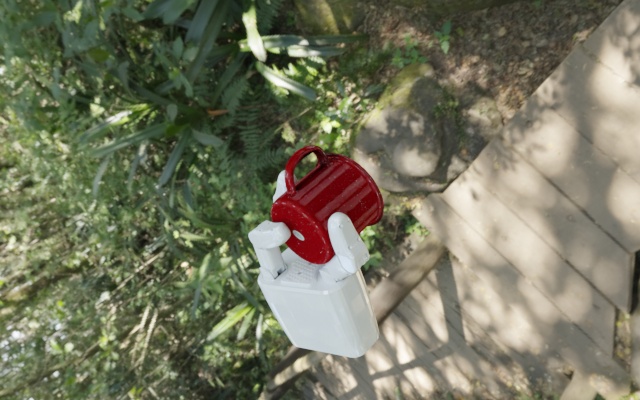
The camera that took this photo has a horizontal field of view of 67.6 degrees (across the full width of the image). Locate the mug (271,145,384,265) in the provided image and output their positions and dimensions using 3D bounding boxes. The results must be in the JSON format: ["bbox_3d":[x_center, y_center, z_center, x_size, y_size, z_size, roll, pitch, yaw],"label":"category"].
[{"bbox_3d":[0.000,0.001,0.484,0.093,0.117,0.081,10,41,46],"label":"mug"}]
